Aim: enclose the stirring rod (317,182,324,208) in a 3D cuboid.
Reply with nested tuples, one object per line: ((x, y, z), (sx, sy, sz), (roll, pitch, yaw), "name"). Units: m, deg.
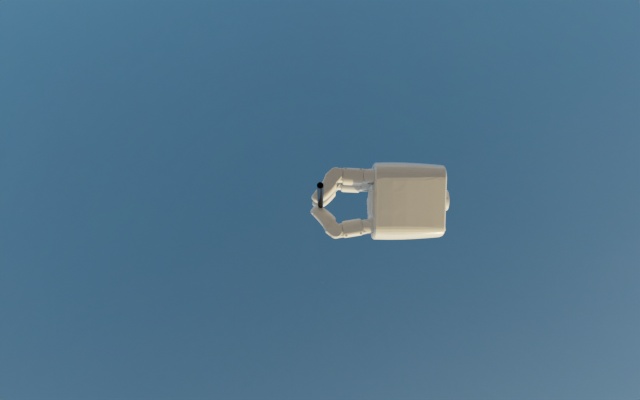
((0.000, 0.002, 0.687), (0.011, 0.011, 0.239), (0, -10, 0), "stirring rod")
